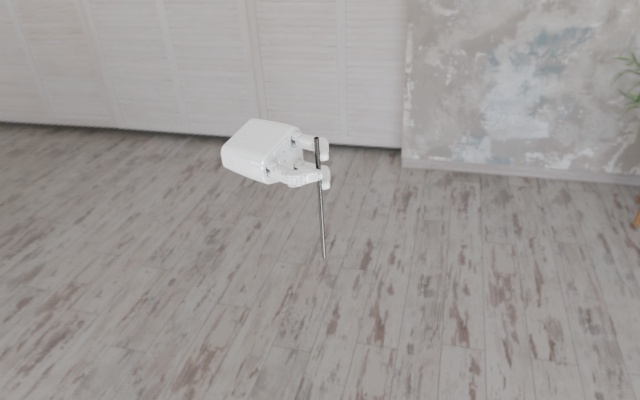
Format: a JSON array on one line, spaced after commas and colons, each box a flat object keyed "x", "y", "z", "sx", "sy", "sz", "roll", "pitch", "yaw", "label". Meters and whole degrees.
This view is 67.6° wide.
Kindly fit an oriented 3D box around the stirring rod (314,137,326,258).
[{"x": 0.000, "y": 0.003, "z": 0.821, "sx": 0.011, "sy": 0.240, "sz": 0.011, "roll": -3, "pitch": 32, "yaw": 2, "label": "stirring rod"}]
